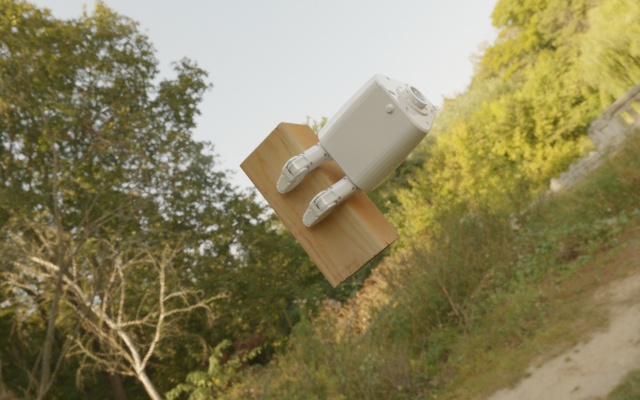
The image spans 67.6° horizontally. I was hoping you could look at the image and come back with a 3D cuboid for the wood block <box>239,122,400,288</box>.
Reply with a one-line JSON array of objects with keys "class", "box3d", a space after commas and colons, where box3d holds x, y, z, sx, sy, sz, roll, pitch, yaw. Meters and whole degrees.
[{"class": "wood block", "box3d": [0.000, 0.002, 0.645, 0.090, 0.206, 0.091, -43, -11, 21]}]
